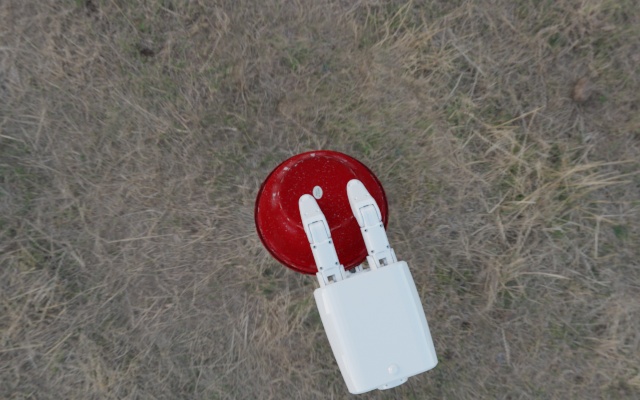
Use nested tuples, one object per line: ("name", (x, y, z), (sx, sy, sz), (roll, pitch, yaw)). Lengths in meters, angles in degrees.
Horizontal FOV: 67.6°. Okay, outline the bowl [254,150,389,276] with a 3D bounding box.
("bowl", (-0.001, 0.001, 0.550), (0.162, 0.162, 0.055), (0, -22, 2))
